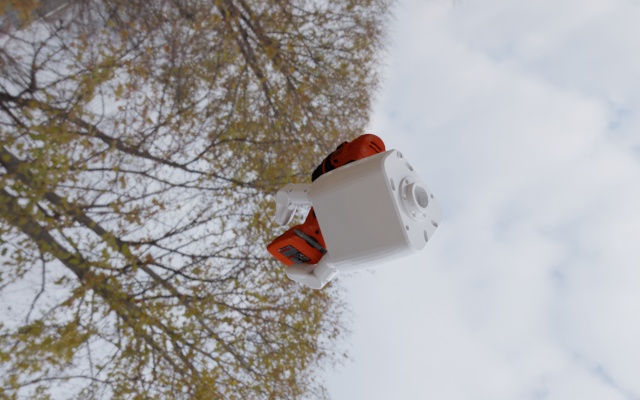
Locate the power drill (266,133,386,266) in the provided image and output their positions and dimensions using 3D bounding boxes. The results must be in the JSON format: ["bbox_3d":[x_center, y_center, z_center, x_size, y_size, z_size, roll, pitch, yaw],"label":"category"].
[{"bbox_3d":[0.000,0.003,0.664,0.057,0.187,0.184,35,-24,-11],"label":"power drill"}]
